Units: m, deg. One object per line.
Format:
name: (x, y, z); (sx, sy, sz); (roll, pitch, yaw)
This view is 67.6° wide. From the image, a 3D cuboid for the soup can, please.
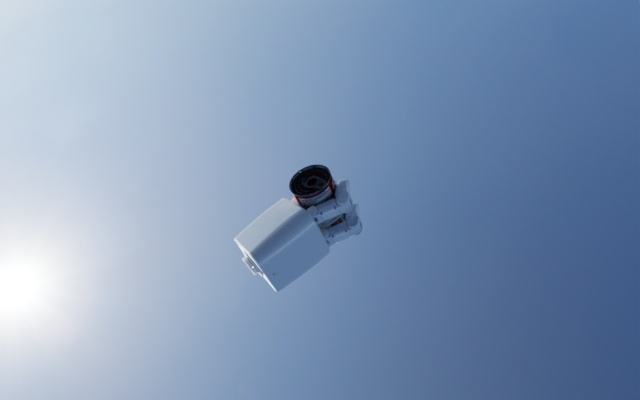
soup can: (0.001, 0.002, 0.761); (0.068, 0.068, 0.102); (0, -42, 27)
